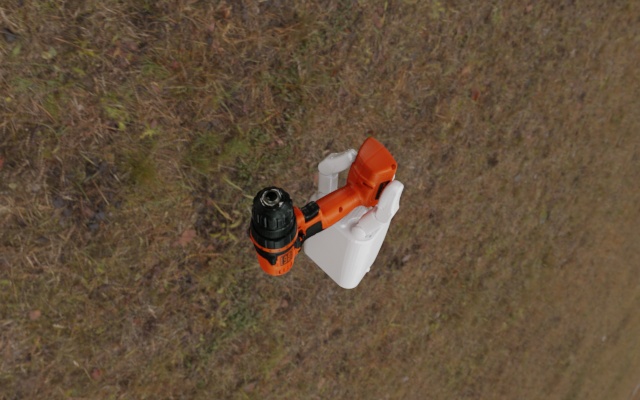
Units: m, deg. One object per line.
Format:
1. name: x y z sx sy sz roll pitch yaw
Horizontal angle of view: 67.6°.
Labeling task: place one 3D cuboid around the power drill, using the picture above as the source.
1. power drill: 0.000 0.002 0.561 0.187 0.057 0.184 -32 -19 -19
